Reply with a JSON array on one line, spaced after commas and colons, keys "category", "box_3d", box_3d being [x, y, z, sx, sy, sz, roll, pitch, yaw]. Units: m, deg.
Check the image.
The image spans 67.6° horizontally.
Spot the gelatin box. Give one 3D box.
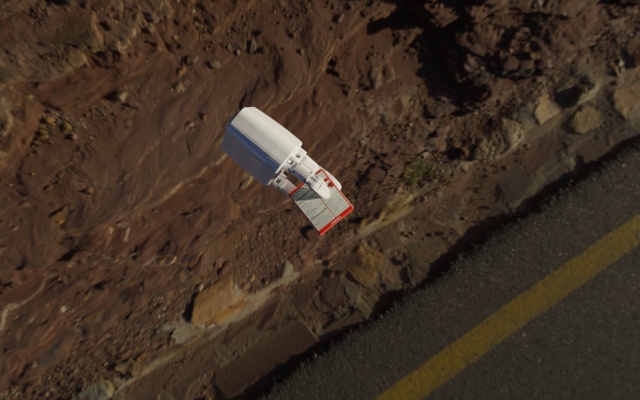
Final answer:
[{"category": "gelatin box", "box_3d": [0.000, 0.003, 0.808, 0.073, 0.089, 0.030, -39, -1, -6]}]
